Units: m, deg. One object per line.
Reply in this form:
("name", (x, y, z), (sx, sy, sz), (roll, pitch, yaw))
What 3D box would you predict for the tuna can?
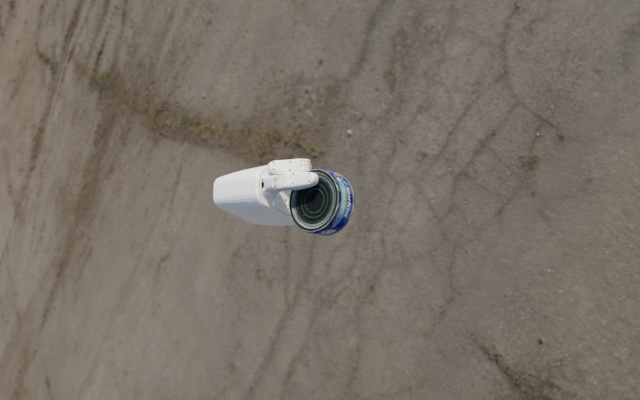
("tuna can", (0.000, 0.002, 0.625), (0.086, 0.086, 0.034), (0, -8, 38))
